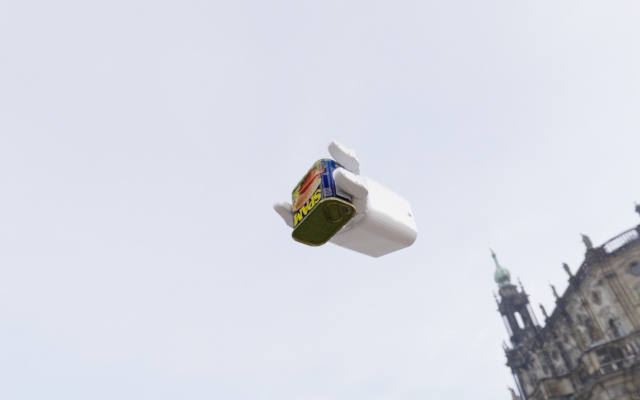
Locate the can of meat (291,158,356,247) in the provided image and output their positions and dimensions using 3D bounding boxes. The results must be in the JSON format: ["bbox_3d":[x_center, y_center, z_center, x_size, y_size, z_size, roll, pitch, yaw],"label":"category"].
[{"bbox_3d":[0.000,0.002,0.683,0.057,0.083,0.102,21,-48,-27],"label":"can of meat"}]
